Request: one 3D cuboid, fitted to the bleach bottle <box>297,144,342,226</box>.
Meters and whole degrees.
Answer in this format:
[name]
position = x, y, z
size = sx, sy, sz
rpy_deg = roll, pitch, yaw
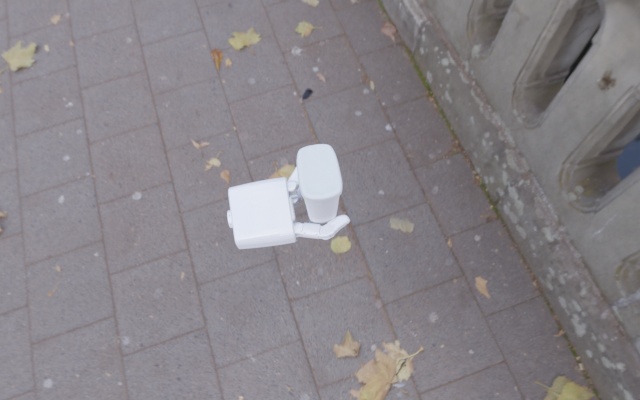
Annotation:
[bleach bottle]
position = 0.000, 0.003, 0.861
size = 0.068, 0.102, 0.251
rpy_deg = -9, -25, -2
